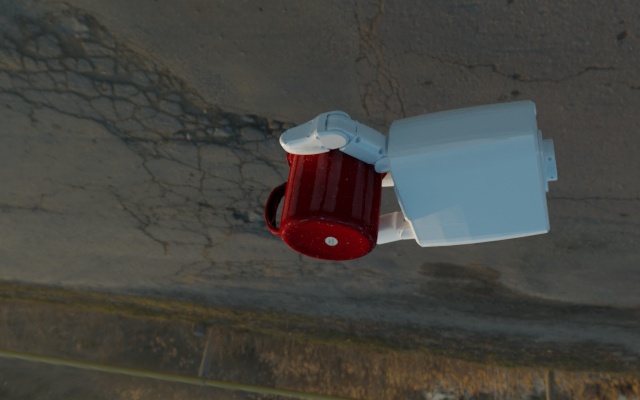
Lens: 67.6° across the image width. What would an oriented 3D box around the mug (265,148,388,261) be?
[{"bbox_3d":[-0.001,0.002,0.415,0.117,0.081,0.093,-10,-35,27],"label":"mug"}]
